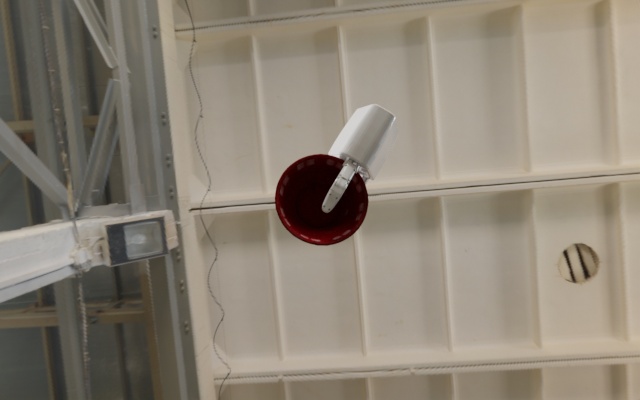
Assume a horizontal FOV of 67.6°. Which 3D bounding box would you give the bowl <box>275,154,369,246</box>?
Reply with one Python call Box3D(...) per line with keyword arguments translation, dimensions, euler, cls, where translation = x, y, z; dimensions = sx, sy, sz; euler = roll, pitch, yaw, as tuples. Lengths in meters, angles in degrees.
Box3D(translation=(-0.001, 0.004, 0.842), dimensions=(0.162, 0.162, 0.055), euler=(0, -13, -6), cls="bowl")
